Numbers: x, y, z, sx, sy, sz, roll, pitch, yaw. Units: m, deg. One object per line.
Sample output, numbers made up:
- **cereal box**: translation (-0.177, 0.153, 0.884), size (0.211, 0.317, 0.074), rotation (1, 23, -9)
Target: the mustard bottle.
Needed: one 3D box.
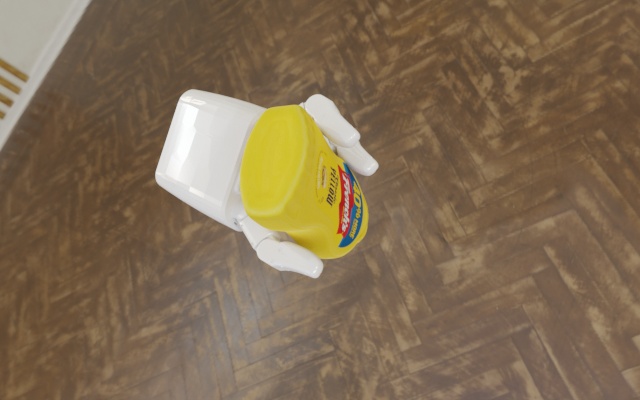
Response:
- **mustard bottle**: translation (0.000, 0.001, 0.438), size (0.058, 0.096, 0.192), rotation (-3, -23, 23)
